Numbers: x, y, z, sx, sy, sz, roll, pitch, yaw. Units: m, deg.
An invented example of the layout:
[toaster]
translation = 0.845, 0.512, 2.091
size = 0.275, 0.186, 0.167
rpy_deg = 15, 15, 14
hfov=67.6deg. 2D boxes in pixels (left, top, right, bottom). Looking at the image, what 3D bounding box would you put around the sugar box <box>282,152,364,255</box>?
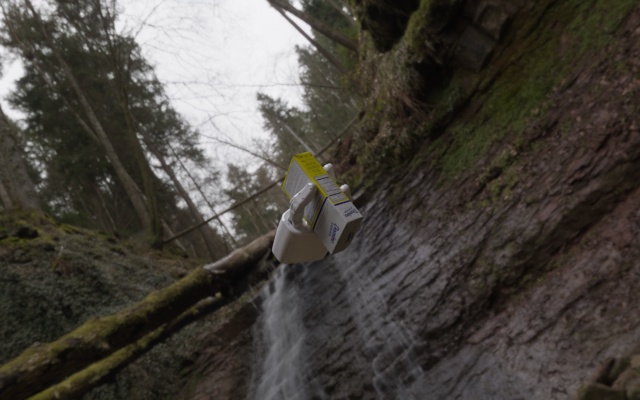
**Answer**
[sugar box]
translation = 0.000, 0.003, 0.874
size = 0.048, 0.176, 0.093
rpy_deg = -19, -32, -36
